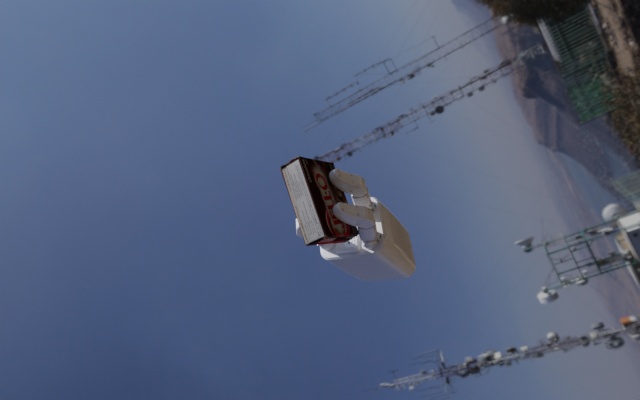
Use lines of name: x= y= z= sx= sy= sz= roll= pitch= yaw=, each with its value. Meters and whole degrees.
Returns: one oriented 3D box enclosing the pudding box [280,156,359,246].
pudding box: x=0.000 y=0.002 z=0.634 sx=0.039 sy=0.113 sz=0.090 roll=-28 pitch=-15 yaw=26
